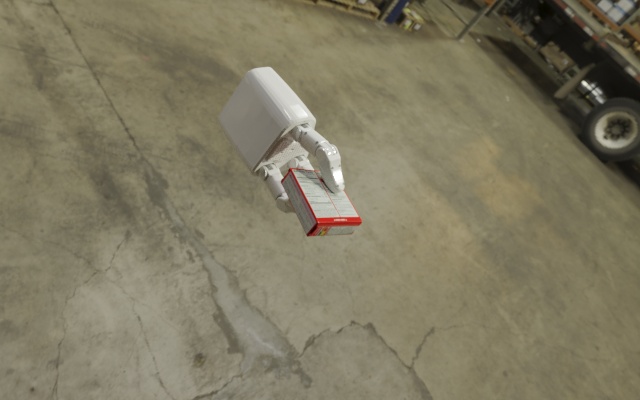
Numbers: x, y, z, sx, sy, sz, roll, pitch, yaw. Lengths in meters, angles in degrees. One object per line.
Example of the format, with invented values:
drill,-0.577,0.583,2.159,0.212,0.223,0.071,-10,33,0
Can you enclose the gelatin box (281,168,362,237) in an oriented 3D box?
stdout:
gelatin box,0.000,0.002,0.593,0.073,0.089,0.030,1,-41,-41
